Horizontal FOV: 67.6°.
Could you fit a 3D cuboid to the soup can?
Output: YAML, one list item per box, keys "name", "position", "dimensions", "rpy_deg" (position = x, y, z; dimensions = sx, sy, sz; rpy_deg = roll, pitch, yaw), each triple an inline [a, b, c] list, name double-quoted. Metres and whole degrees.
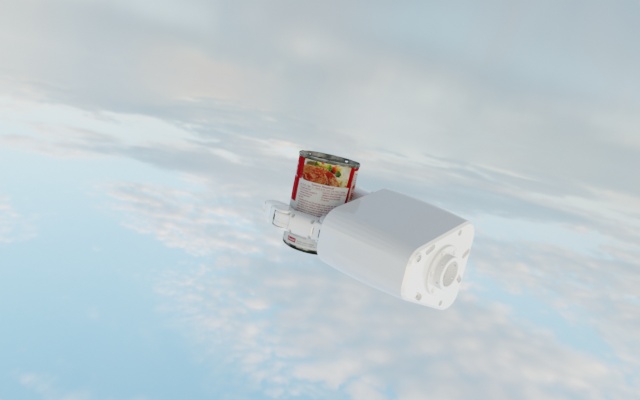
- name: "soup can"
  position: [0.000, 0.002, 0.526]
  dimensions: [0.068, 0.102, 0.068]
  rpy_deg: [12, 11, -2]
